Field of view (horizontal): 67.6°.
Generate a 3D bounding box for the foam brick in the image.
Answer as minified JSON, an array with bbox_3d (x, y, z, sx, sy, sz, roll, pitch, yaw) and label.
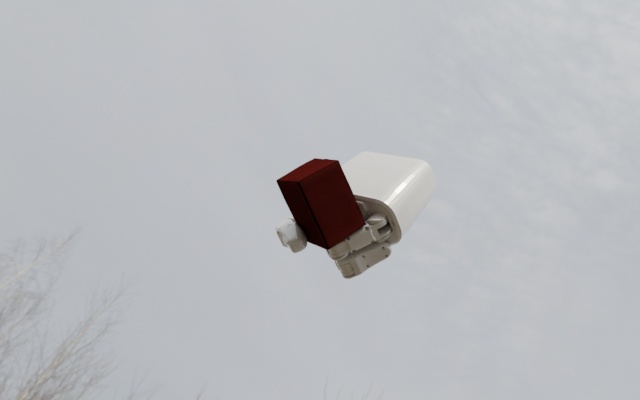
[{"bbox_3d":[0.000,0.001,0.489,0.051,0.078,0.053,-33,21,-21],"label":"foam brick"}]
